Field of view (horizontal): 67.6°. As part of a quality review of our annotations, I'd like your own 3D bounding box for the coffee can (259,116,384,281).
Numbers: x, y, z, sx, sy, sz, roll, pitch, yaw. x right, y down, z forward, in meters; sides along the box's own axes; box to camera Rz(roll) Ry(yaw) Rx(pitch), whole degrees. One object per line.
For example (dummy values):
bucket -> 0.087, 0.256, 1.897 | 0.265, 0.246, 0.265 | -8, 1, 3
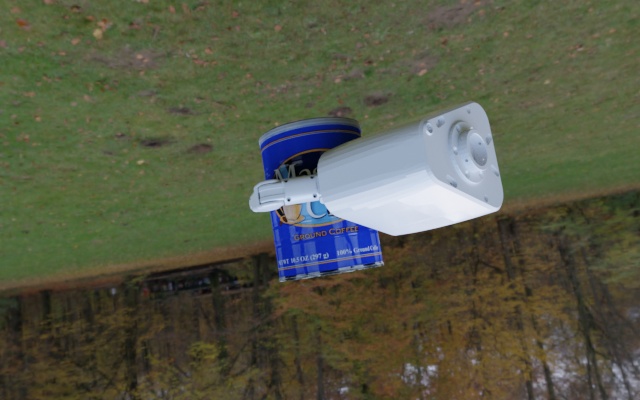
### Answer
coffee can -> 0.000, 0.001, 0.468 | 0.103, 0.140, 0.103 | -9, -7, -1
